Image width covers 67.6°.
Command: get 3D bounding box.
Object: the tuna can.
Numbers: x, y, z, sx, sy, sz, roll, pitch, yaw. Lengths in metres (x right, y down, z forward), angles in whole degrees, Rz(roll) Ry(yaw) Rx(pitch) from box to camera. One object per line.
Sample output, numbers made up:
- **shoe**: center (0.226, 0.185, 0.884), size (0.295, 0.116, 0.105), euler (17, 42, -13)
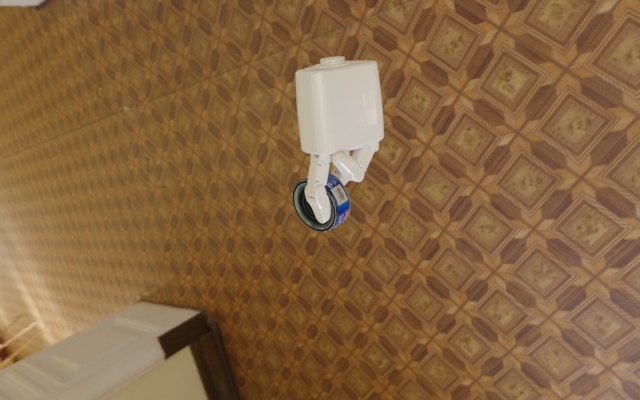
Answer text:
- **tuna can**: center (0.000, 0.003, 0.695), size (0.086, 0.086, 0.033), euler (0, 23, 42)
